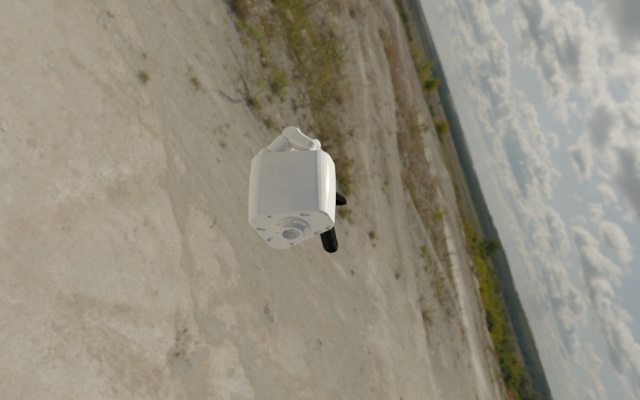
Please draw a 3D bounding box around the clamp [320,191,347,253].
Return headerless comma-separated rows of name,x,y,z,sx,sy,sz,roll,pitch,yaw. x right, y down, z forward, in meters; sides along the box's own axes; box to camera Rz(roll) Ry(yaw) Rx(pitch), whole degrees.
clamp,0.001,0.002,0.771,0.039,0.120,0.172,-14,-39,21
